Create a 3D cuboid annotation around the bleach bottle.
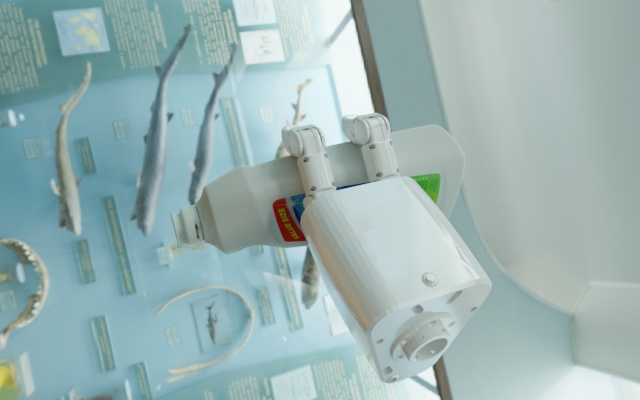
[{"bbox_3d":[0.000,0.001,0.421,0.251,0.103,0.068,-13,46,-18],"label":"bleach bottle"}]
